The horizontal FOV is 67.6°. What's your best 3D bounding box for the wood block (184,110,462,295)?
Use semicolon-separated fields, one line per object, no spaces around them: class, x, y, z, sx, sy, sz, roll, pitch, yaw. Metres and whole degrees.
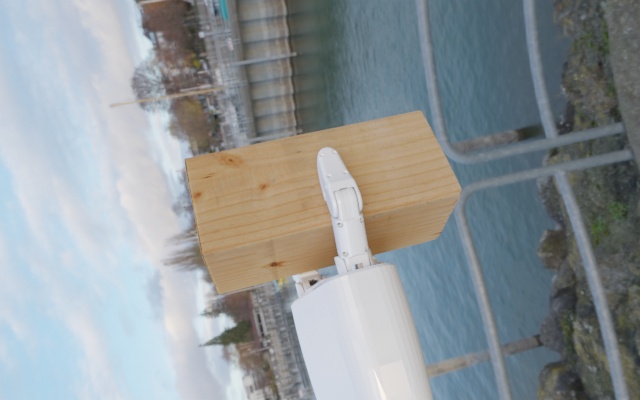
wood block;0.000;0.002;0.415;0.206;0.090;0.091;-13;-29;-10
